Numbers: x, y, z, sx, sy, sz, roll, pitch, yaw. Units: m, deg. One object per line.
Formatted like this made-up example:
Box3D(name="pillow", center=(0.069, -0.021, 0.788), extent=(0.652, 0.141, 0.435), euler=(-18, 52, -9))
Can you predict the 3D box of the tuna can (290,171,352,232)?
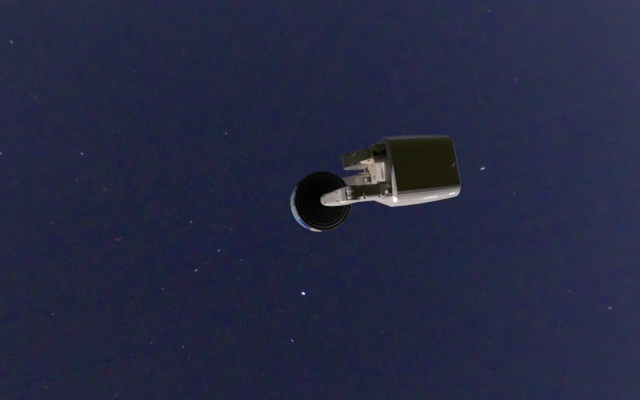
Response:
Box3D(name="tuna can", center=(0.000, 0.002, 0.694), extent=(0.086, 0.086, 0.034), euler=(0, -6, -17))
